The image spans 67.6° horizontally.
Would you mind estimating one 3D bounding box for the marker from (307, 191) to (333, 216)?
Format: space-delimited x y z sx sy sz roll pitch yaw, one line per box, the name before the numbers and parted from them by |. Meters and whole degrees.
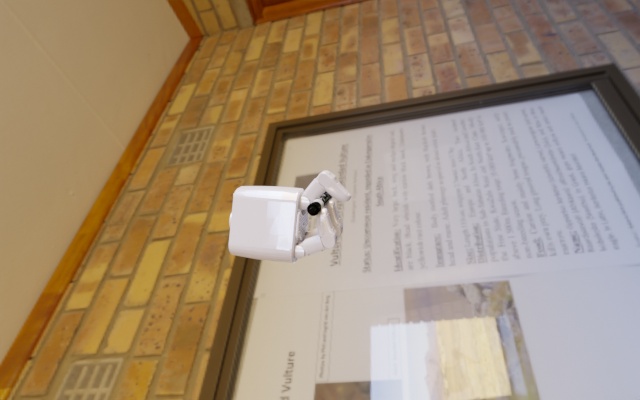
marker | 0.000 0.002 0.739 0.020 0.020 0.121 0 12 12
